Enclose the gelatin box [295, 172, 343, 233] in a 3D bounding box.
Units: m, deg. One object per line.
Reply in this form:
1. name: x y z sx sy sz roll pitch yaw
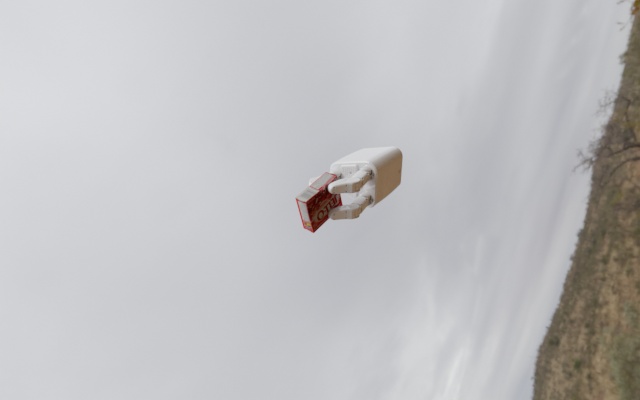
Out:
1. gelatin box: 0.000 0.003 0.861 0.030 0.073 0.089 22 49 36
